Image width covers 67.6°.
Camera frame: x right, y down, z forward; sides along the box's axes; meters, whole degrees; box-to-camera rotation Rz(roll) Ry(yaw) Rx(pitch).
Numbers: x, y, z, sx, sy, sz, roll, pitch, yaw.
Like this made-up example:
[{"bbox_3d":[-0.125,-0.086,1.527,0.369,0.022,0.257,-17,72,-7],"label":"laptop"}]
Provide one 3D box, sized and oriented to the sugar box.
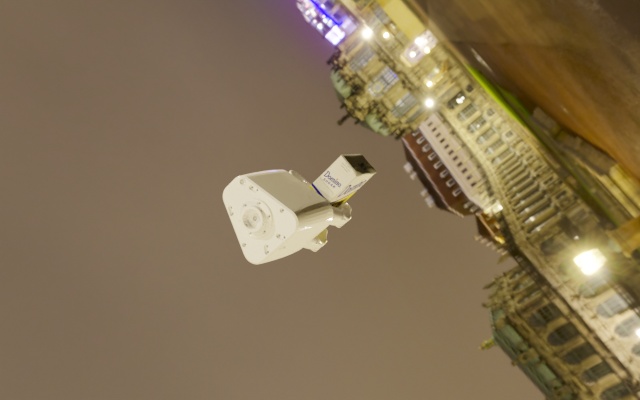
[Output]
[{"bbox_3d":[0.000,0.003,0.734,0.176,0.048,0.093,-41,-10,22],"label":"sugar box"}]
